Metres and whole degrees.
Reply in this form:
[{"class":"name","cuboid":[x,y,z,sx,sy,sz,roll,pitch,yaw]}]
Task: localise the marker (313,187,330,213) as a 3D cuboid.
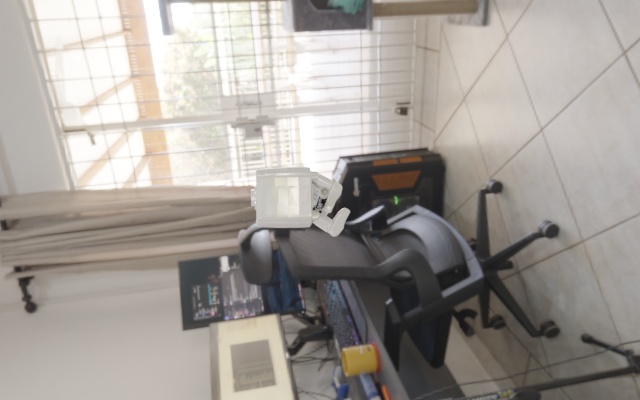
[{"class":"marker","cuboid":[0.000,0.003,0.892,0.020,0.020,0.121,0,-18,-8]}]
